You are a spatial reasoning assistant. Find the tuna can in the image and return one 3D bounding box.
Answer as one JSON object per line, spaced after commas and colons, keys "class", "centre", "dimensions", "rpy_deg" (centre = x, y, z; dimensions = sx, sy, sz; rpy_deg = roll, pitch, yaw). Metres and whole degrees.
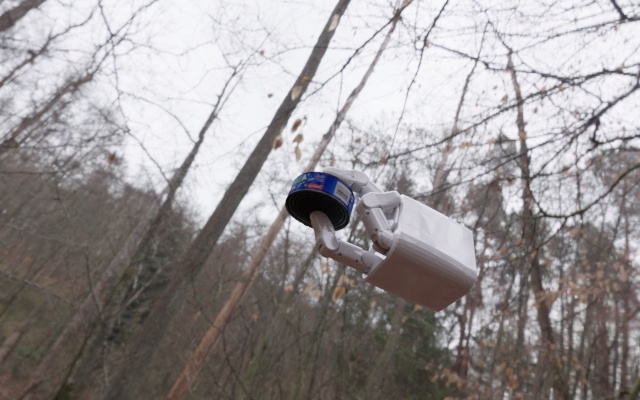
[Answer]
{"class": "tuna can", "centre": [0.000, 0.002, 0.612], "dimensions": [0.086, 0.033, 0.086], "rpy_deg": [13, -35, 9]}
